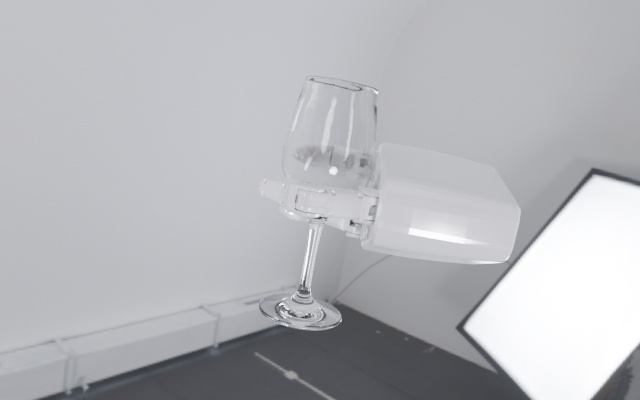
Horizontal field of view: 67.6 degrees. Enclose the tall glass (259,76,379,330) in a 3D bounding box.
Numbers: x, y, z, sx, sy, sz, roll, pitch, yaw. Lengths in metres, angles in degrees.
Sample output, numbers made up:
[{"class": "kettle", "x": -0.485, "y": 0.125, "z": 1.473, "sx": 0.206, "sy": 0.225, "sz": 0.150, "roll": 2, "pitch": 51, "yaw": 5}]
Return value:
[{"class": "tall glass", "x": 0.000, "y": 0.002, "z": 0.407, "sx": 0.079, "sy": 0.201, "sz": 0.079, "roll": 10, "pitch": 9, "yaw": -1}]
